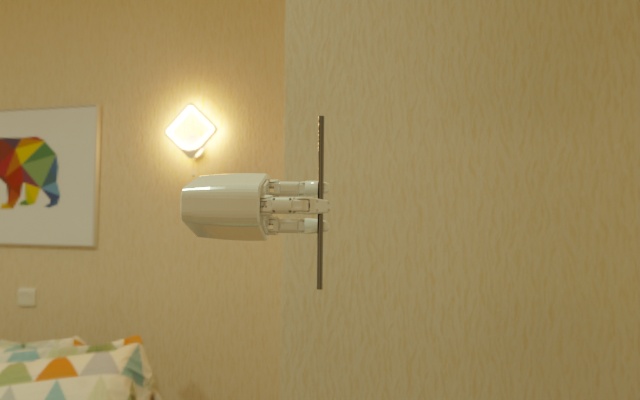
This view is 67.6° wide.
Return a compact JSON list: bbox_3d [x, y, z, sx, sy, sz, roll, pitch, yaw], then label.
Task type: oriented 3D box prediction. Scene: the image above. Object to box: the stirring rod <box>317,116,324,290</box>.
[{"bbox_3d":[0.000,0.002,0.663,0.011,0.239,0.011,1,-3,0],"label":"stirring rod"}]
